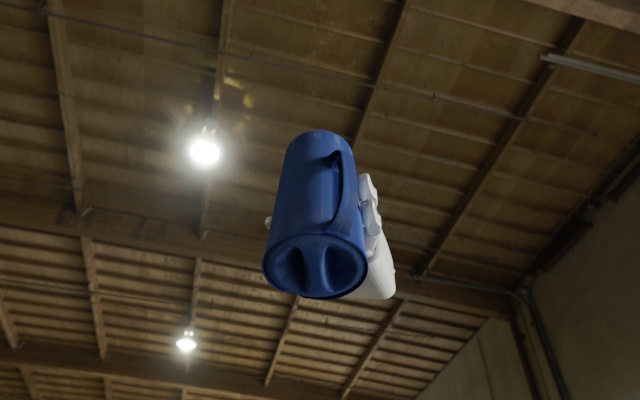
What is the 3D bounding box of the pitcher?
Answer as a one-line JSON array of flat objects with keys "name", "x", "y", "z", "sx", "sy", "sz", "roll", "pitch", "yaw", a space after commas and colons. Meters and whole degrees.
[{"name": "pitcher", "x": 0.000, "y": 0.002, "z": 0.672, "sx": 0.149, "sy": 0.242, "sz": 0.145, "roll": -17, "pitch": -49, "yaw": 16}]
